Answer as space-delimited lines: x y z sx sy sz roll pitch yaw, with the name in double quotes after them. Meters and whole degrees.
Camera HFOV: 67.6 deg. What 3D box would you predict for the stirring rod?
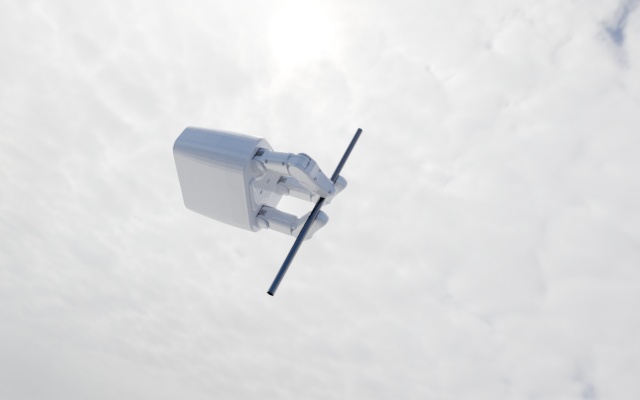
0.000 0.002 0.527 0.011 0.239 0.011 20 -34 14 "stirring rod"
